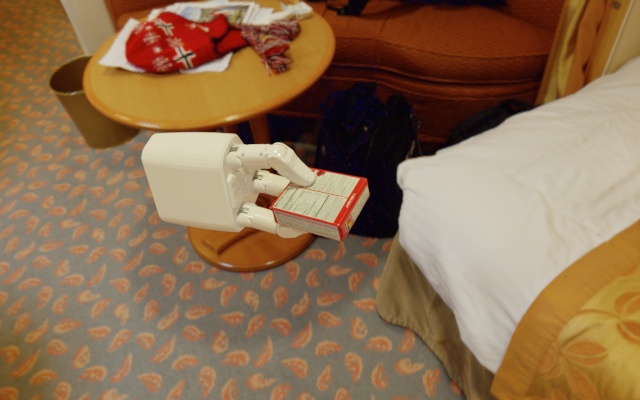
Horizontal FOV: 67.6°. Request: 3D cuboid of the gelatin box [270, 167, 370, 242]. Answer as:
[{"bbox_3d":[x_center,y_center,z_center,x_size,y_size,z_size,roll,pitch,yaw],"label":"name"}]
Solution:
[{"bbox_3d":[0.000,0.001,0.532,0.089,0.030,0.073,13,50,27],"label":"gelatin box"}]
